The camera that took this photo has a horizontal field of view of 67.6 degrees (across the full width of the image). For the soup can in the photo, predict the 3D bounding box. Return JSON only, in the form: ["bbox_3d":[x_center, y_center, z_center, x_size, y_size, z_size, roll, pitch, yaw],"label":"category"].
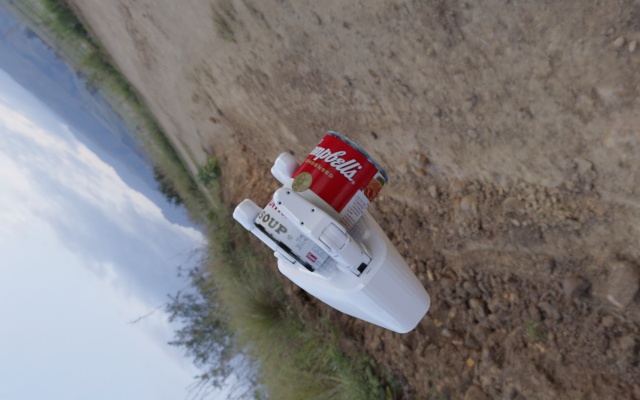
[{"bbox_3d":[0.000,0.001,0.406,0.068,0.102,0.068,39,-6,5],"label":"soup can"}]
